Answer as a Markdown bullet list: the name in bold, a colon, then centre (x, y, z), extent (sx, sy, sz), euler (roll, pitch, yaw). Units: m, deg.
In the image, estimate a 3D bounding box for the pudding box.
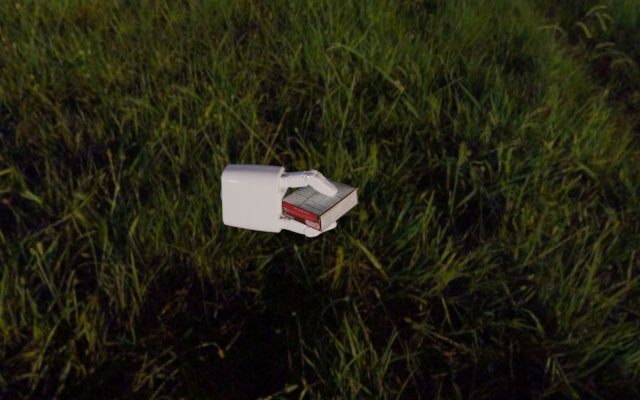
- **pudding box**: centre (0.000, 0.003, 0.851), extent (0.090, 0.039, 0.113), euler (23, 43, 33)
